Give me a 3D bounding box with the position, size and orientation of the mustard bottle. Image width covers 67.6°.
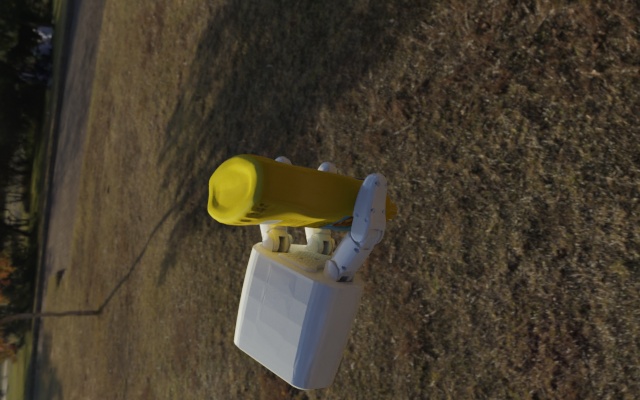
[{"bbox_3d":[0.000,0.001,0.450,0.191,0.058,0.096,8,-14,-37],"label":"mustard bottle"}]
